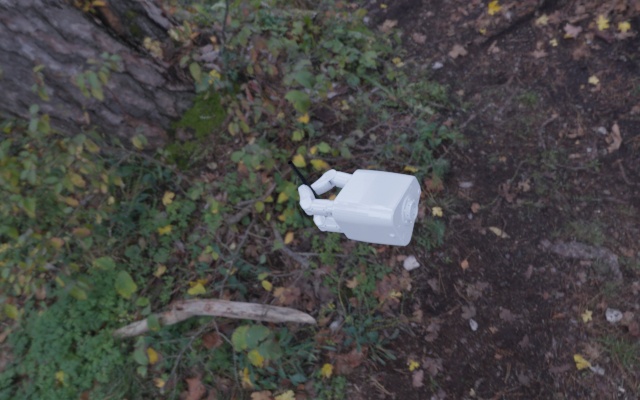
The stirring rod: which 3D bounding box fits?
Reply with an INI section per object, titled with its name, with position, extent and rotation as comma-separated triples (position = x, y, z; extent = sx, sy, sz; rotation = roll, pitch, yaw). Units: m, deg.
[stirring rod]
position = 0.000, 0.003, 0.868
extent = 0.011, 0.011, 0.240
rotation = 0, -33, 30
